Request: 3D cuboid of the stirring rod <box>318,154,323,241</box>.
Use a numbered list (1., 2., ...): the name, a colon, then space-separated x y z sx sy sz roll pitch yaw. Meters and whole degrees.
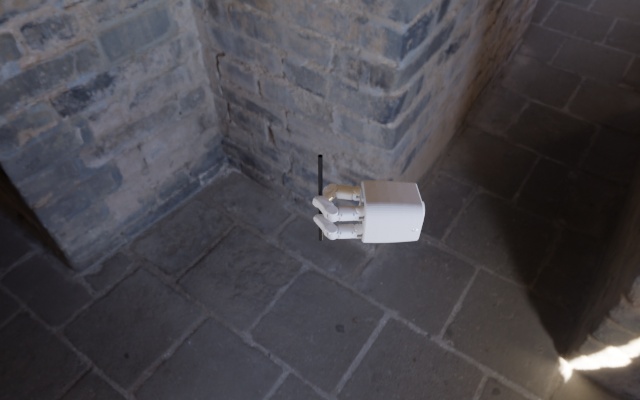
1. stirring rod: 0.000 0.003 0.892 0.011 0.011 0.240 0 -40 0
